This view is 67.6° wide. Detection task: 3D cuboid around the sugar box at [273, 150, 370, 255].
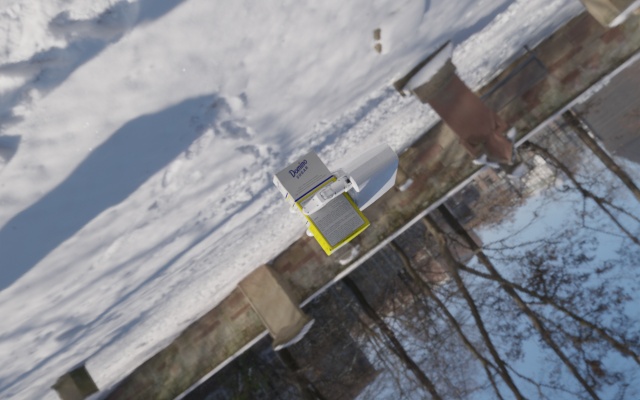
[{"bbox_3d":[0.000,0.003,0.883,0.093,0.176,0.048,-34,-11,-17],"label":"sugar box"}]
